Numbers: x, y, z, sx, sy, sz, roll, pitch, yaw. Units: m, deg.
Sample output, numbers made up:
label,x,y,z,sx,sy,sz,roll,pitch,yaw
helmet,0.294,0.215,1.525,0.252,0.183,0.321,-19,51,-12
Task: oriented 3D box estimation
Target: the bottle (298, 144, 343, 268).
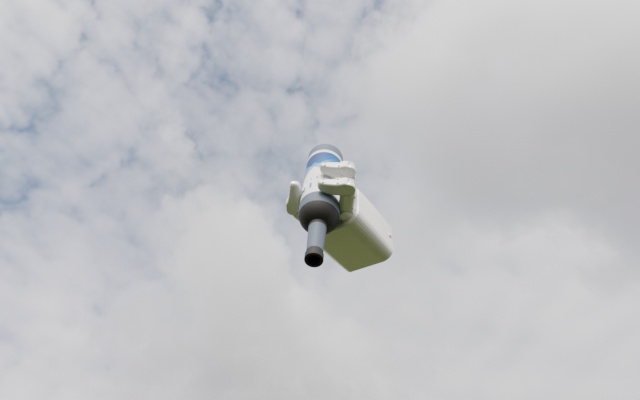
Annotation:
label,x,y,z,sx,sy,sz,roll,pitch,yaw
bottle,0.000,0.002,0.788,0.069,0.069,0.295,0,34,4
